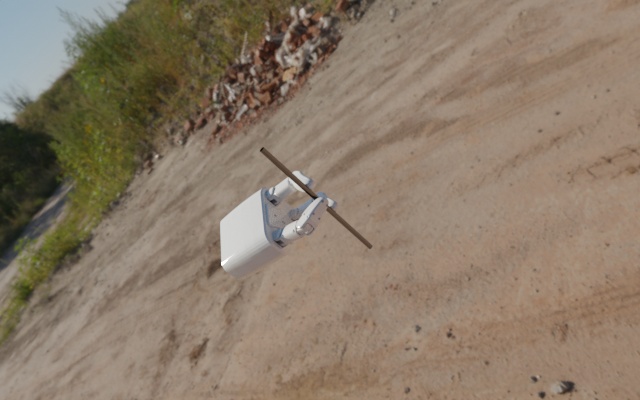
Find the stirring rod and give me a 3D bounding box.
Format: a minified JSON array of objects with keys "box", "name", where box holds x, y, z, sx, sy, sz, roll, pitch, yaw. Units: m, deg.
[{"box":[0.000,0.002,0.699,0.240,0.011,0.011,42,-23,-28],"name":"stirring rod"}]
